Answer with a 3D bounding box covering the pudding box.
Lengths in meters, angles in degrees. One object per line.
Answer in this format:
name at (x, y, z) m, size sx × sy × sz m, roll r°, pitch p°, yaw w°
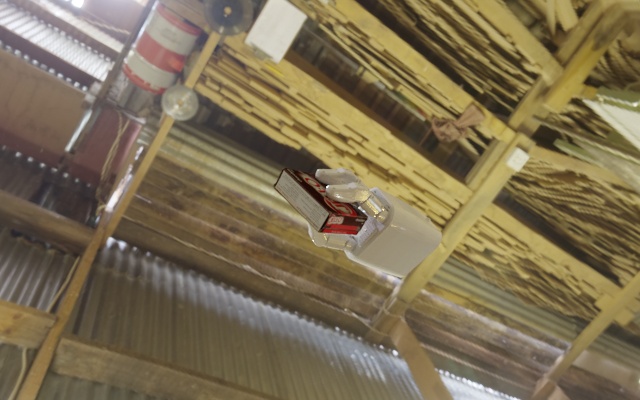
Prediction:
pudding box at (0.000, 0.002, 0.678) m, size 0.113 × 0.039 × 0.090 m, roll 41°, pitch 19°, yaw 34°
